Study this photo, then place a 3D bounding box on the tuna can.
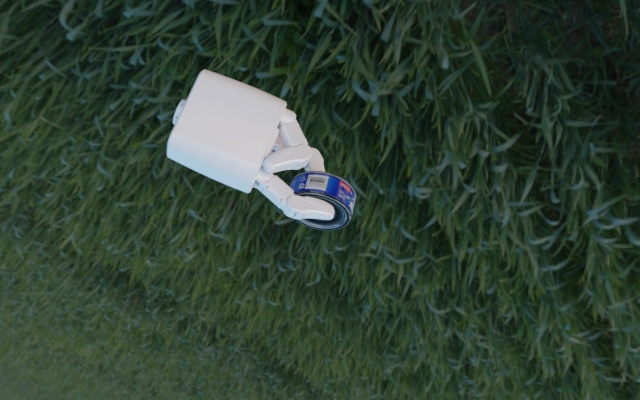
[{"bbox_3d":[0.000,0.002,0.601,0.086,0.033,0.086,10,-33,6],"label":"tuna can"}]
